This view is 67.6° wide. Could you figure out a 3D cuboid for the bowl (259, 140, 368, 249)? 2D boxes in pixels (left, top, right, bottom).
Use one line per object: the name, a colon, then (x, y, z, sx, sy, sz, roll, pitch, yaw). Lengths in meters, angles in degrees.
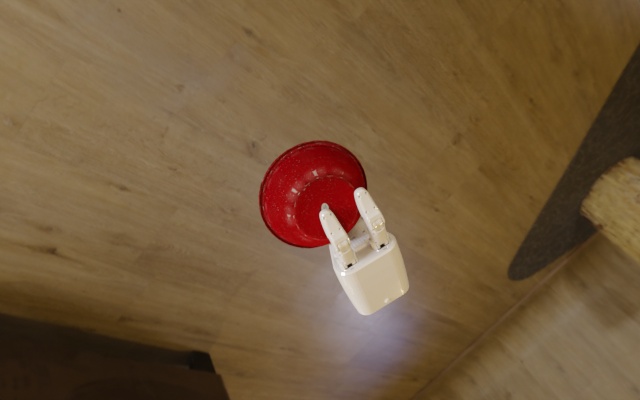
bowl: (-0.001, 0.001, 0.653, 0.162, 0.162, 0.055, 0, 19, -20)
